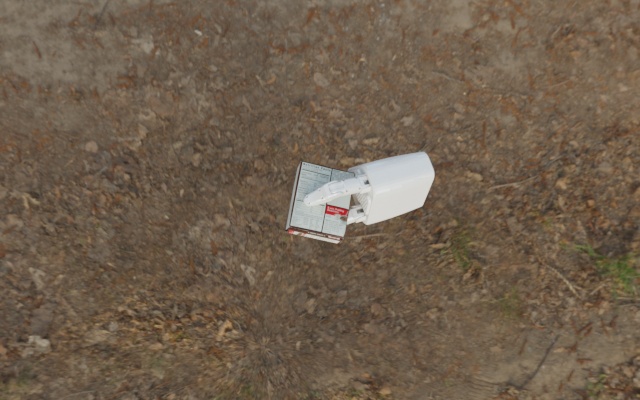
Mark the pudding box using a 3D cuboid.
[{"bbox_3d":[0.000,0.002,0.740,0.090,0.113,0.039,13,-20,-7],"label":"pudding box"}]
